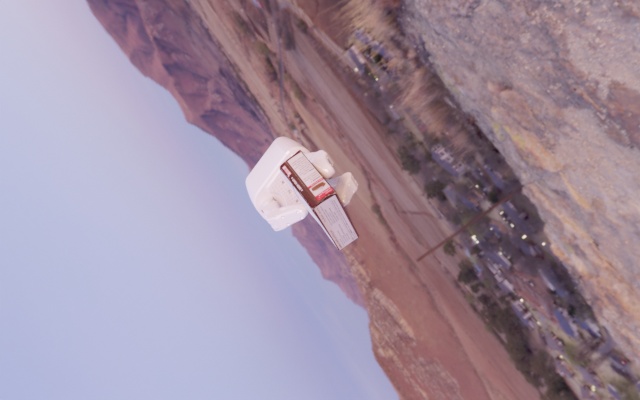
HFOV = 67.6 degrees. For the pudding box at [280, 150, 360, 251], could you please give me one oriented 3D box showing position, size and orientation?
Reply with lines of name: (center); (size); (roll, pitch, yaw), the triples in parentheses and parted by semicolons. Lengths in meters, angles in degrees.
pudding box: (0.000, 0.002, 0.611); (0.039, 0.090, 0.114); (-38, -37, -3)
